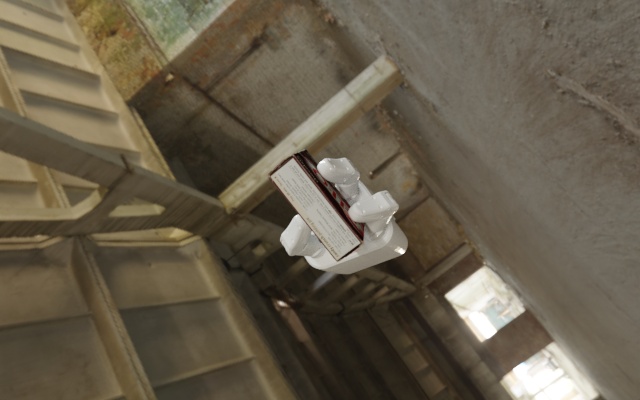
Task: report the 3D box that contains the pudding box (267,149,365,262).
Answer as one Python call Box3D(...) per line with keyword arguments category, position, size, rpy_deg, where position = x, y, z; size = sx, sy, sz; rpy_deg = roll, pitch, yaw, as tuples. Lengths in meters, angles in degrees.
Box3D(category="pudding box", position=(0.000, 0.002, 0.500), size=(0.039, 0.113, 0.090), rpy_deg=(-40, 3, 9))
